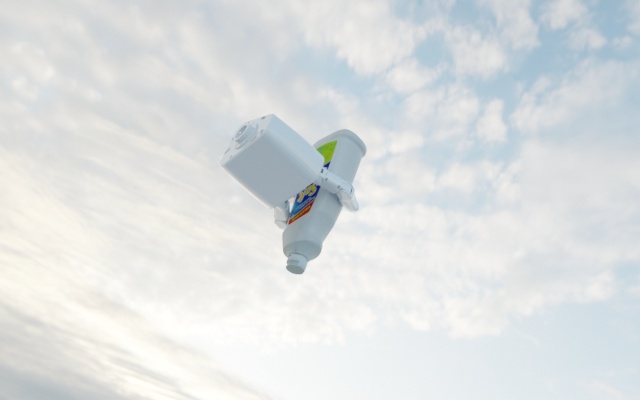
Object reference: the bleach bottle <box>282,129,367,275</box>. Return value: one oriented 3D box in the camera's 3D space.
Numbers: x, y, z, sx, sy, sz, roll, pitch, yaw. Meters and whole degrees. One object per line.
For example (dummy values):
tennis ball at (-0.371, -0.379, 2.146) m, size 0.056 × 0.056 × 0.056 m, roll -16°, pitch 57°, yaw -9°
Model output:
bleach bottle at (0.000, 0.003, 0.764) m, size 0.102 × 0.250 × 0.068 m, roll -20°, pitch -51°, yaw 41°
